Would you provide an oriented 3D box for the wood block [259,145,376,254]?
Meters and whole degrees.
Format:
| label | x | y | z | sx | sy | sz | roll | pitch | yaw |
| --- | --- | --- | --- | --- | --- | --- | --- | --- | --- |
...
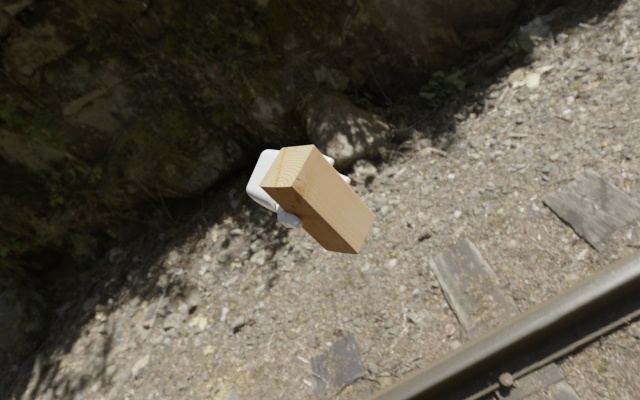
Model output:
| label | x | y | z | sx | sy | sz | roll | pitch | yaw |
| --- | --- | --- | --- | --- | --- | --- | --- | --- | --- |
| wood block | 0.000 | 0.003 | 0.868 | 0.090 | 0.090 | 0.206 | 2 | -35 | 46 |
